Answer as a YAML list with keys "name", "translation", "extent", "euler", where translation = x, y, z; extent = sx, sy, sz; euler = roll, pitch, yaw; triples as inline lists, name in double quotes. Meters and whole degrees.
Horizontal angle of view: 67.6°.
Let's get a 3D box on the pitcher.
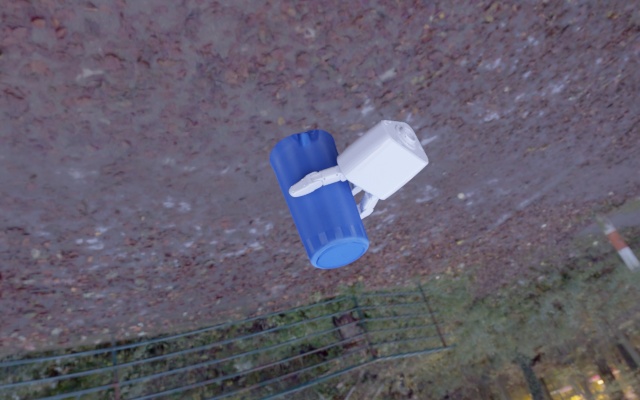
- name: "pitcher"
  translation: [0.000, 0.003, 0.888]
  extent: [0.145, 0.242, 0.149]
  euler: [-39, -35, 29]
